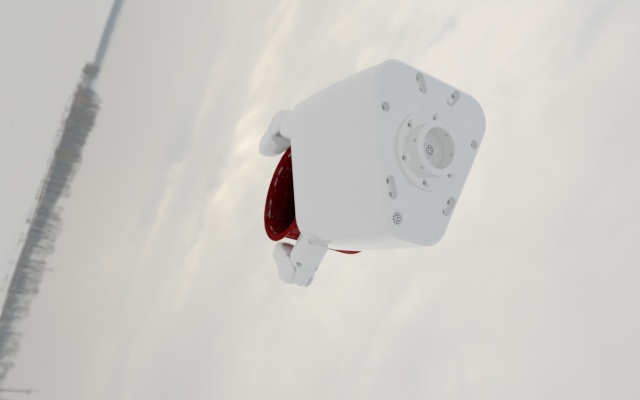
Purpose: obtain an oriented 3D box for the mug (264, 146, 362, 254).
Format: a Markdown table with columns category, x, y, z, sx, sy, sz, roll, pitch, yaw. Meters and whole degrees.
| category | x | y | z | sx | sy | sz | roll | pitch | yaw |
| --- | --- | --- | --- | --- | --- | --- | --- | --- | --- |
| mug | 0.000 | 0.002 | 0.439 | 0.081 | 0.093 | 0.117 | 18 | -11 | -26 |
